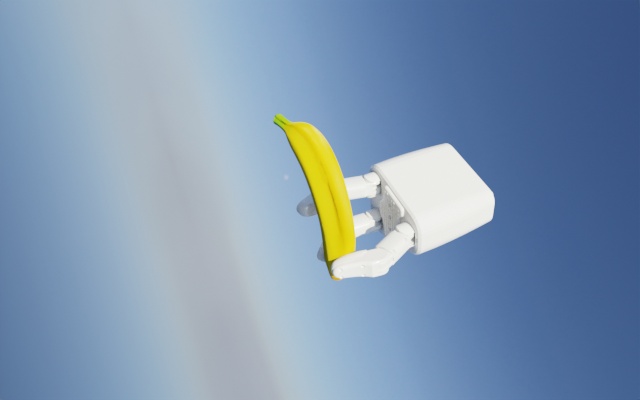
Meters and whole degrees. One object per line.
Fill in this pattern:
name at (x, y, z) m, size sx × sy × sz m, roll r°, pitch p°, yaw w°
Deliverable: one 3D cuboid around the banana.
banana at (0.006, 0.001, 0.499) m, size 0.037 × 0.198 × 0.069 m, roll -22°, pitch 15°, yaw -17°
